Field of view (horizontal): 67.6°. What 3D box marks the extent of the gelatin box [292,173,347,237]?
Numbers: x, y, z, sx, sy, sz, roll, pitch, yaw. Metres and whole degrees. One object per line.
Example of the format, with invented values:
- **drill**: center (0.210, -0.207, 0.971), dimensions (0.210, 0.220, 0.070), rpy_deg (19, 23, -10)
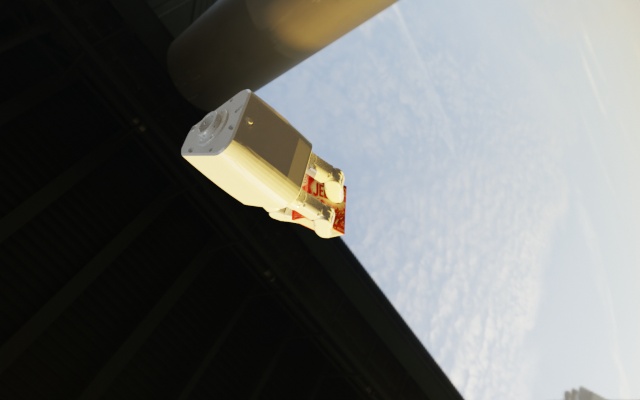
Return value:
- **gelatin box**: center (0.000, 0.002, 0.645), dimensions (0.030, 0.073, 0.089), rpy_deg (-12, -26, 35)
